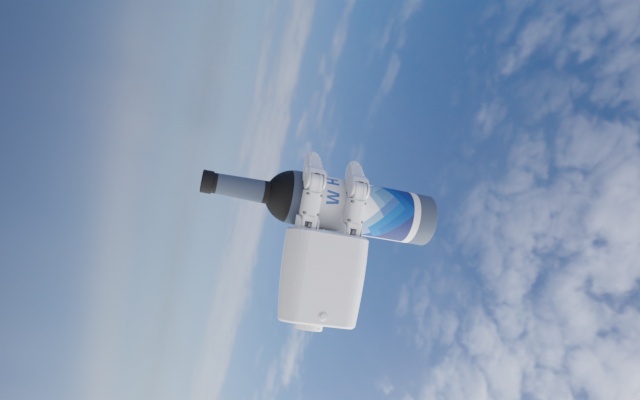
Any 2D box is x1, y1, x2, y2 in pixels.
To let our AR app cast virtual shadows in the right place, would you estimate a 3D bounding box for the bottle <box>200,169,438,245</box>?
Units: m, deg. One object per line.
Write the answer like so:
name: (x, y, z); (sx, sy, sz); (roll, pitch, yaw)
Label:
bottle: (0.000, 0.002, 0.599); (0.296, 0.069, 0.069); (10, -3, -16)
